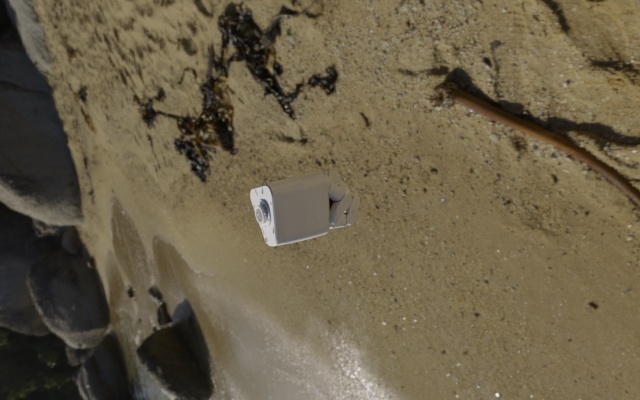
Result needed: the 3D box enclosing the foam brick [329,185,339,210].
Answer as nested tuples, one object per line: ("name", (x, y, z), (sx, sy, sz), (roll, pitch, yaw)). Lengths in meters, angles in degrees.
("foam brick", (0.000, 0.003, 0.899), (0.051, 0.053, 0.078), (-14, 3, -30))
